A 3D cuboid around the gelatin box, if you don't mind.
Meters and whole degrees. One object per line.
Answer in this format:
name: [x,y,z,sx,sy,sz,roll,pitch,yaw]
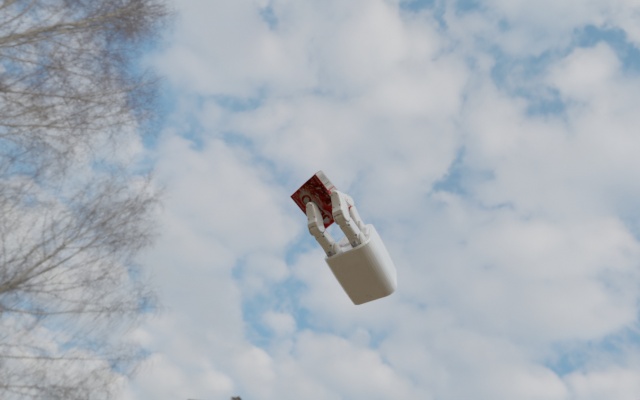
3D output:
gelatin box: [0.000,0.002,0.860,0.073,0.089,0.030,-40,-2,33]
